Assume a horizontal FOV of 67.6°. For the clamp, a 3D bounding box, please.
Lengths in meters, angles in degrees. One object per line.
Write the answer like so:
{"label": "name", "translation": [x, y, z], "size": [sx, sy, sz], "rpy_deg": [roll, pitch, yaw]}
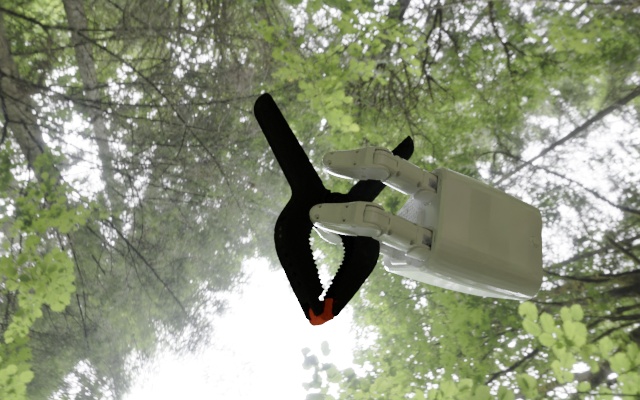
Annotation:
{"label": "clamp", "translation": [0.000, 0.002, 0.425], "size": [0.164, 0.210, 0.036], "rpy_deg": [19, -30, -12]}
